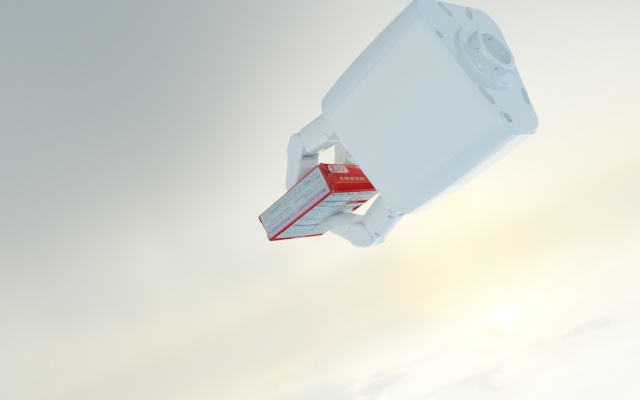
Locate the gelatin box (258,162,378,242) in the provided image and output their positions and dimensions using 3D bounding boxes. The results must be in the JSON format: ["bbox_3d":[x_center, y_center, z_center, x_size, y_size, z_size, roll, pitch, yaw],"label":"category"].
[{"bbox_3d":[0.000,0.002,0.426,0.089,0.030,0.073,-39,-23,34],"label":"gelatin box"}]
